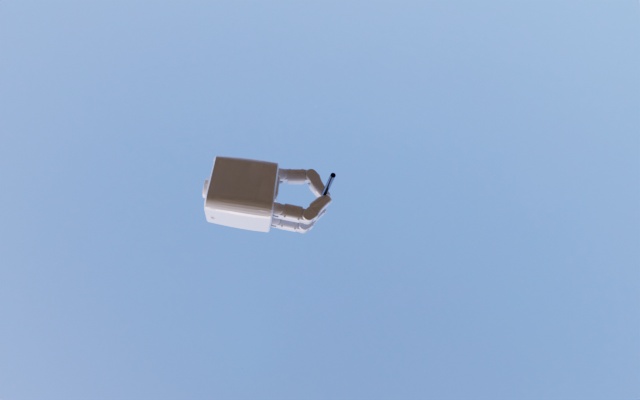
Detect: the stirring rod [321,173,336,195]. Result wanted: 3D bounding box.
[{"bbox_3d":[0.000,0.003,0.807,0.011,0.011,0.240,0,-19,-9],"label":"stirring rod"}]
